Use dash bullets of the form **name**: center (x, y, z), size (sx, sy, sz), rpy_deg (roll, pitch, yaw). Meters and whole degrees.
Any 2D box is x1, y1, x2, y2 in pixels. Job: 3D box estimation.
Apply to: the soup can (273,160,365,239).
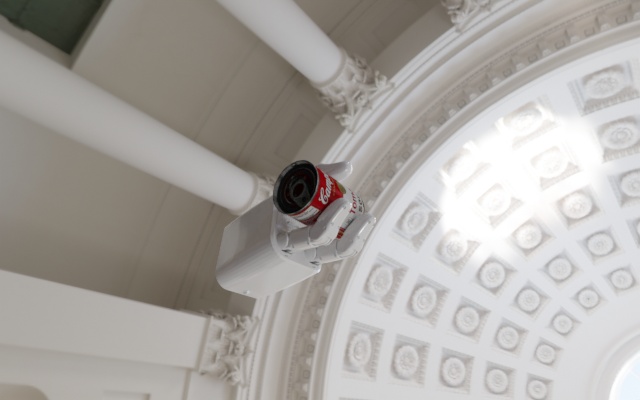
- **soup can**: center (0.001, 0.002, 0.588), size (0.068, 0.068, 0.102), rpy_deg (0, -21, 40)
